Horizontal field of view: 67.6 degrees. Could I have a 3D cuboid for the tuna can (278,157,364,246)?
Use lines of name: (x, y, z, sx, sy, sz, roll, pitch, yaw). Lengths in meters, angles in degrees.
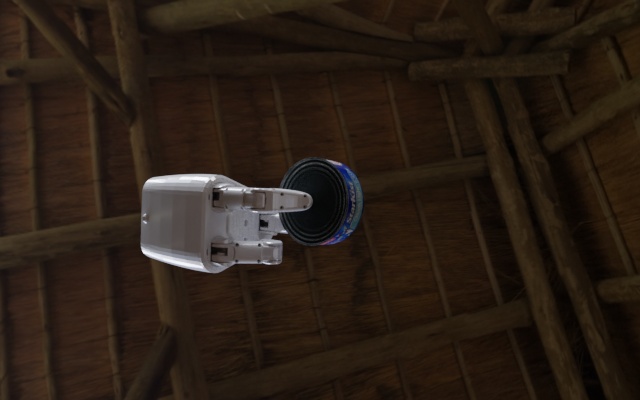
tuna can: (0.000, 0.002, 0.475, 0.086, 0.086, 0.034, 0, -3, 37)
